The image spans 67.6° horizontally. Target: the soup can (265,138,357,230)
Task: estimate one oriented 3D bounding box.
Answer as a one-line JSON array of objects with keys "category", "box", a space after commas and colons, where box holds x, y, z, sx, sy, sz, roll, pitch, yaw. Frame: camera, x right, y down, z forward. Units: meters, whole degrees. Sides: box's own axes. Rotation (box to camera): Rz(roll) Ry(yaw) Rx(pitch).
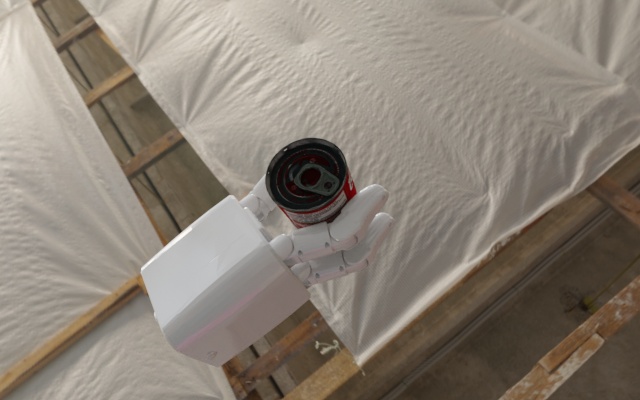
[{"category": "soup can", "box": [0.000, 0.001, 0.422, 0.068, 0.068, 0.102, 0, -27, 16]}]
